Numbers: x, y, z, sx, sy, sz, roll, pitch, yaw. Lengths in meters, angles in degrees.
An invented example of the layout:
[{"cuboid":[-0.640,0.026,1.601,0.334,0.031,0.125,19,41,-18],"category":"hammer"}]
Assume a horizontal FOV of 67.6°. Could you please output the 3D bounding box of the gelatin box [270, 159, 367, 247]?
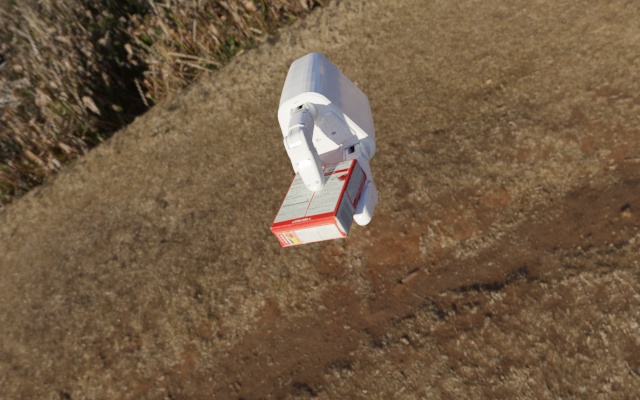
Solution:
[{"cuboid":[0.000,0.001,0.472,0.073,0.030,0.089,-11,37,30],"category":"gelatin box"}]
